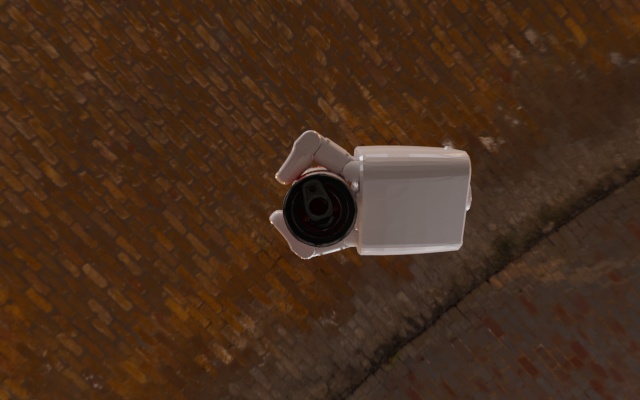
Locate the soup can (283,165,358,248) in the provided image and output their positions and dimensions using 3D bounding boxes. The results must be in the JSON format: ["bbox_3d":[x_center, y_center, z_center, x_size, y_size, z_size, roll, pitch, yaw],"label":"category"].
[{"bbox_3d":[0.000,0.002,0.479,0.068,0.068,0.102,0,9,0],"label":"soup can"}]
